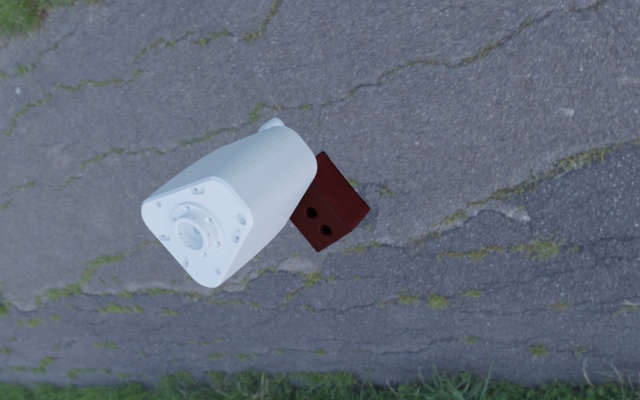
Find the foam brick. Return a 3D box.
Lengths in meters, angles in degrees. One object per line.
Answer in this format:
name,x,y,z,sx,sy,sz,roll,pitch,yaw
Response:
foam brick,0.000,0.002,0.475,0.053,0.078,0.051,-36,7,36
